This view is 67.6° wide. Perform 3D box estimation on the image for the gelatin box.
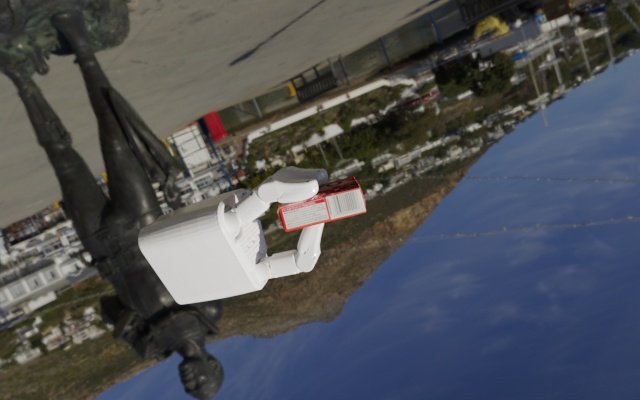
[{"bbox_3d":[0.001,0.002,0.516,0.089,0.030,0.073,-14,12,1],"label":"gelatin box"}]
